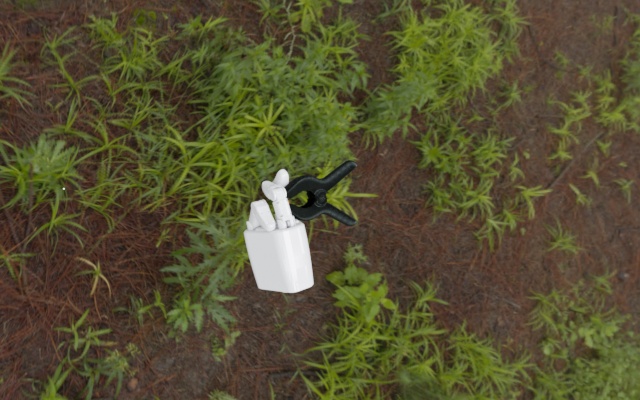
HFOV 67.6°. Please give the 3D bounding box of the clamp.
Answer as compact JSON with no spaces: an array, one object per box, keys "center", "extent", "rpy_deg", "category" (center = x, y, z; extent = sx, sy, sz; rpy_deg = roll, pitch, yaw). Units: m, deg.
[{"center":[0.000,0.003,0.840],"extent":[0.171,0.120,0.039],"rpy_deg":[-16,9,-27],"category":"clamp"}]
